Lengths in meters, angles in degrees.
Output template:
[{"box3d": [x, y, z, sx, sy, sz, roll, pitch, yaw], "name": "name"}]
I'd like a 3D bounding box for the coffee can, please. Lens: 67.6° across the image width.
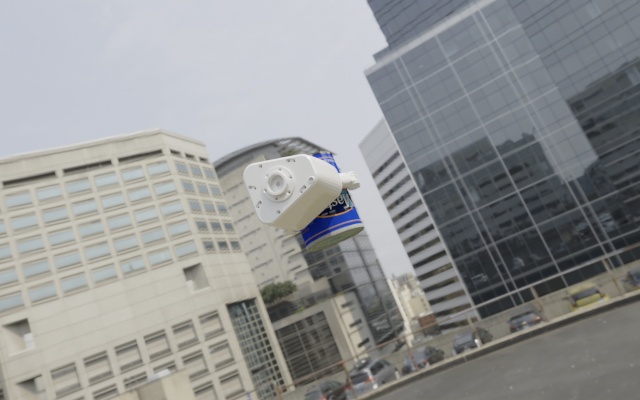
[{"box3d": [0.000, 0.003, 0.807, 0.103, 0.140, 0.103, -21, -13, -5], "name": "coffee can"}]
